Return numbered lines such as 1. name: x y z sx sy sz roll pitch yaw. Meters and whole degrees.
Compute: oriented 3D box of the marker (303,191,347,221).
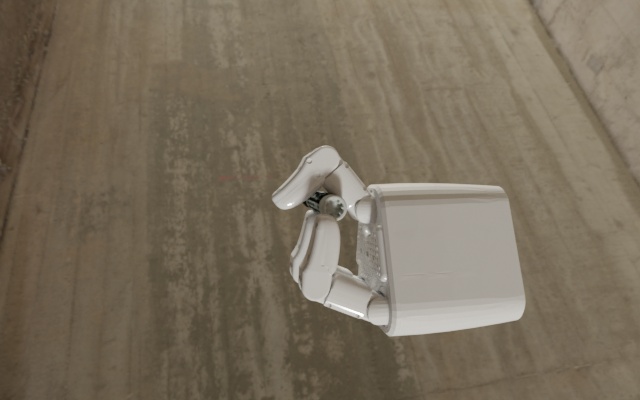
1. marker: 0.000 0.001 0.402 0.020 0.020 0.121 0 4 -10
